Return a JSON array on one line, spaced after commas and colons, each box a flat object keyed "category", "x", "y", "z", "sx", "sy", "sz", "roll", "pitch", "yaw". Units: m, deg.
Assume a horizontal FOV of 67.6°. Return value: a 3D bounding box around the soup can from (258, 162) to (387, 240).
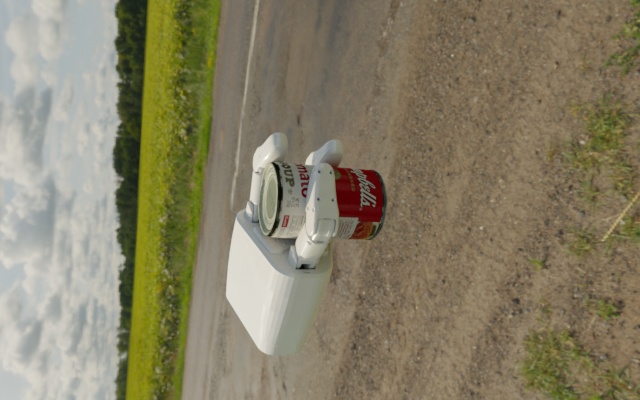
[{"category": "soup can", "x": 0.000, "y": 0.001, "z": 0.439, "sx": 0.102, "sy": 0.068, "sz": 0.068, "roll": 3, "pitch": -1, "yaw": -21}]
